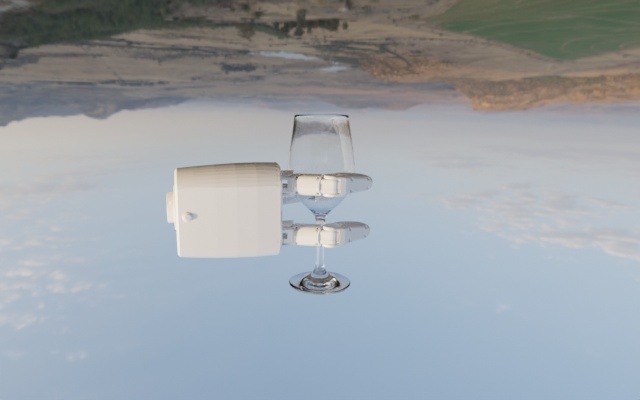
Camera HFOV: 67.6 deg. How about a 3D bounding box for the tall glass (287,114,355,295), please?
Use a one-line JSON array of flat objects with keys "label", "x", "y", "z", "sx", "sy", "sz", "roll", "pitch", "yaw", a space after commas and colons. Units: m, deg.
[{"label": "tall glass", "x": 0.000, "y": 0.002, "z": 0.556, "sx": 0.079, "sy": 0.201, "sz": 0.079, "roll": 1, "pitch": 11, "yaw": 0}]
